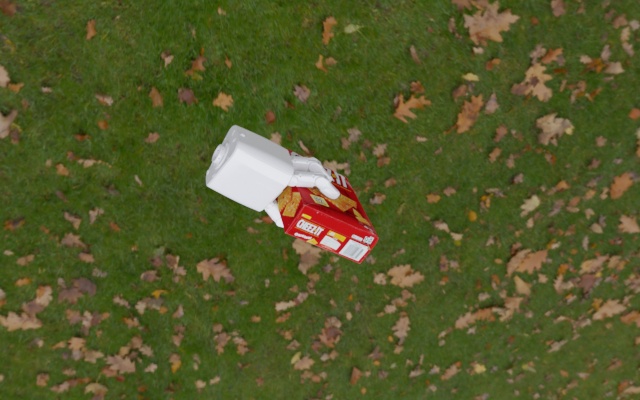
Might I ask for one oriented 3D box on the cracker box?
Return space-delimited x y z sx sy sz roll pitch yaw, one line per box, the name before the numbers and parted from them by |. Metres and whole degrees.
cracker box | 0.000 0.003 0.885 0.164 0.072 0.213 25 24 -27
